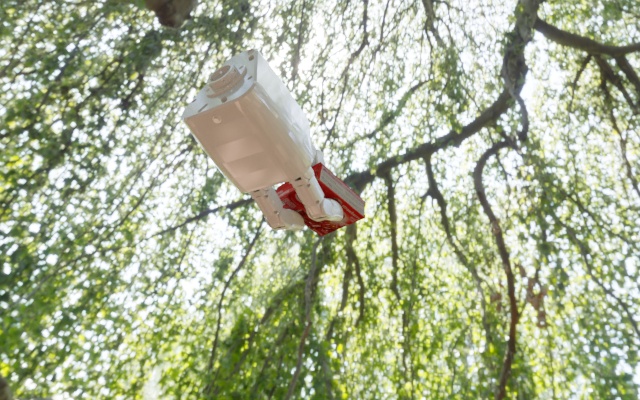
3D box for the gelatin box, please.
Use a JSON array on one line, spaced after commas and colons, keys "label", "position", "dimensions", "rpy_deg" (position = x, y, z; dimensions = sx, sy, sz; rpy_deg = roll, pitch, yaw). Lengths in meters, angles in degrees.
[{"label": "gelatin box", "position": [0.000, 0.002, 0.584], "dimensions": [0.073, 0.030, 0.089], "rpy_deg": [-26, -50, 35]}]
